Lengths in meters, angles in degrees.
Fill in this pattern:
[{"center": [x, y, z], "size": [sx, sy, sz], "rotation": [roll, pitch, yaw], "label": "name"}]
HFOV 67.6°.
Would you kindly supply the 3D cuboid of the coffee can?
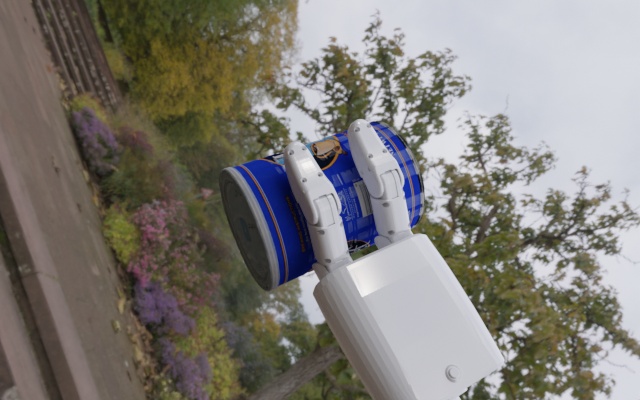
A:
[{"center": [0.000, 0.001, 0.401], "size": [0.140, 0.103, 0.103], "rotation": [-21, 8, -21], "label": "coffee can"}]
